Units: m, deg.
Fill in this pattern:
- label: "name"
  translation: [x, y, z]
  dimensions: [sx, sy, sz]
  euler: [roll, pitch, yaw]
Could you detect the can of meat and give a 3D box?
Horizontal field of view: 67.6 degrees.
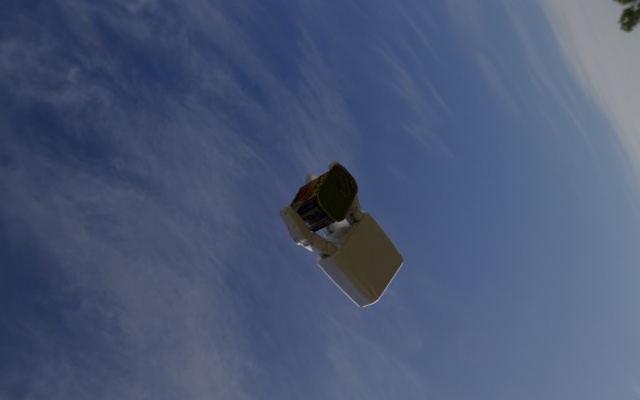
- label: "can of meat"
  translation: [0.000, 0.003, 0.737]
  dimensions: [0.084, 0.057, 0.102]
  euler: [-29, 21, 40]
